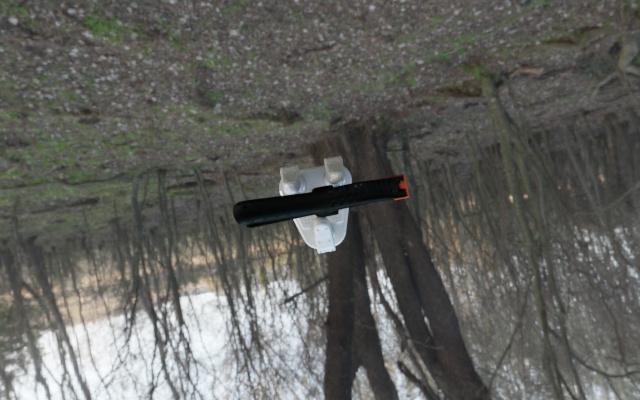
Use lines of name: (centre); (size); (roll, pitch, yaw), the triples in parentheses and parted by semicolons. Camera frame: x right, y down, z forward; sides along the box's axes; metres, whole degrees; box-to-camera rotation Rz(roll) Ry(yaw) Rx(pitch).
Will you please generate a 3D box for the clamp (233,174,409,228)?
clamp: (0.001, 0.003, 0.553); (0.210, 0.036, 0.164); (-11, -2, 1)
